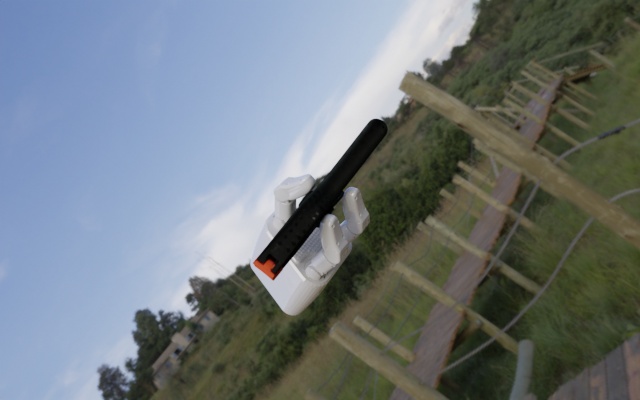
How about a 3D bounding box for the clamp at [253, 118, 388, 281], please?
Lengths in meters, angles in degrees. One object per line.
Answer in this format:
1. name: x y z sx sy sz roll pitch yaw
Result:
1. clamp: -0.001 0.002 0.545 0.210 0.036 0.165 -49 -6 -40
